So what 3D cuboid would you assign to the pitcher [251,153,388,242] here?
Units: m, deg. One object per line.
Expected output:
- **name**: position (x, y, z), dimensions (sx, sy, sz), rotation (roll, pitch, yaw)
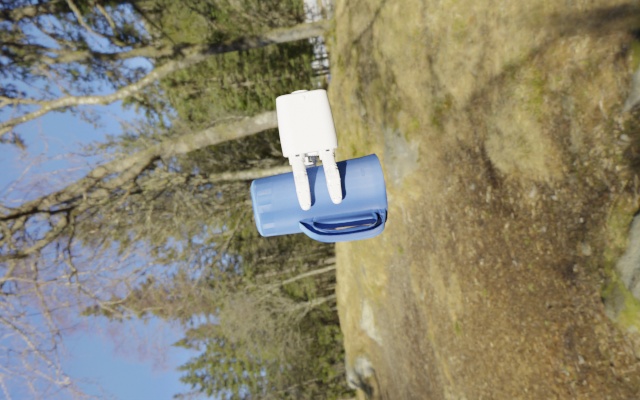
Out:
- **pitcher**: position (0.000, 0.003, 0.884), dimensions (0.243, 0.145, 0.149), rotation (-10, 3, -3)
